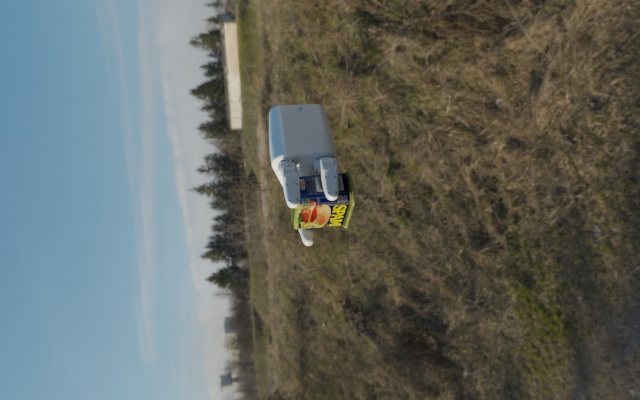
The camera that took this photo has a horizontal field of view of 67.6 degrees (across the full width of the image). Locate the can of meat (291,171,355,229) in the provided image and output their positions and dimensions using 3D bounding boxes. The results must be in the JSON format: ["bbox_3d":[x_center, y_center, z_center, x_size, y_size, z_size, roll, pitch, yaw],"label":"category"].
[{"bbox_3d":[0.000,0.002,0.713,0.084,0.057,0.102,-4,-28,-8],"label":"can of meat"}]
